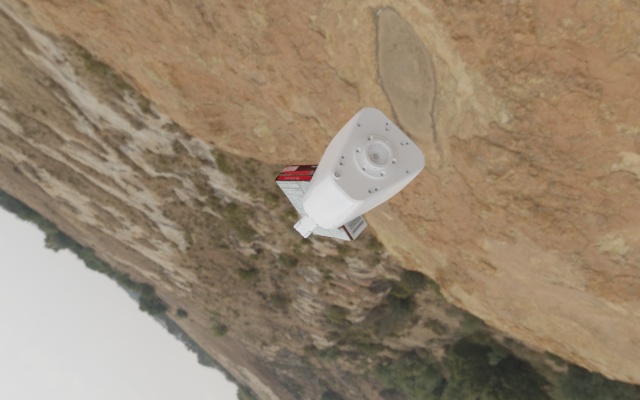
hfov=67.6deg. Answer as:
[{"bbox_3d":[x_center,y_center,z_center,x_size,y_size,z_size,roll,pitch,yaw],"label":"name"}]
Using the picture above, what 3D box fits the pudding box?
[{"bbox_3d":[0.000,0.002,0.656,0.039,0.113,0.090,-46,28,-25],"label":"pudding box"}]
